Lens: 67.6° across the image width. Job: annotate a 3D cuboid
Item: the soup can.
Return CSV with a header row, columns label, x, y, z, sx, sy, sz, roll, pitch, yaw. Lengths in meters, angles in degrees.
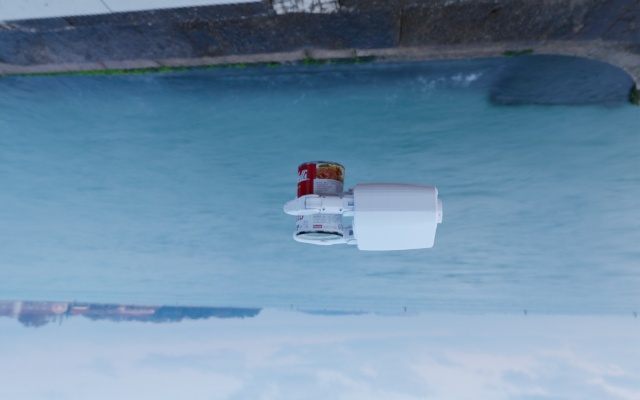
label,x,y,z,sx,sy,sz,roll,pitch,yaw
soup can,0.000,0.002,0.677,0.068,0.102,0.068,1,-13,0
